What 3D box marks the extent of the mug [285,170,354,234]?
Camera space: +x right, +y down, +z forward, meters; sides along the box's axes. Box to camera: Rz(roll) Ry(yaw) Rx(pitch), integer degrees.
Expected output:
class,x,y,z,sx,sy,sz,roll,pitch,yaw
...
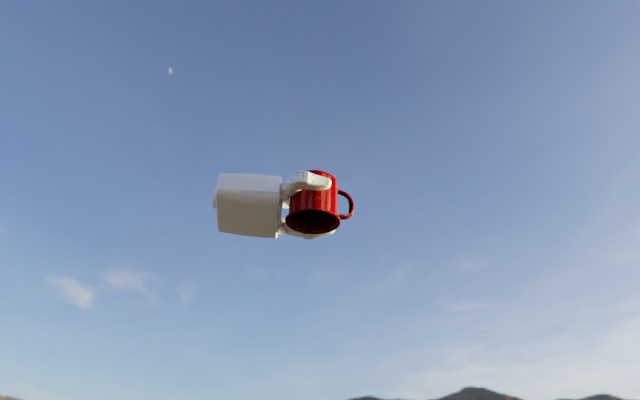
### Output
class,x,y,z,sx,sy,sz,roll,pitch,yaw
mug,0.002,0.003,0.816,0.117,0.081,0.093,5,-30,-5
